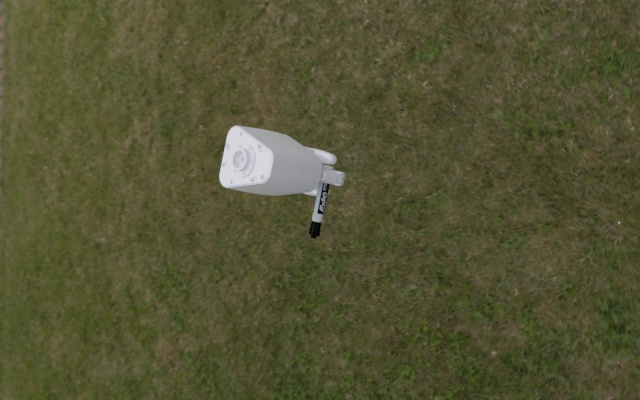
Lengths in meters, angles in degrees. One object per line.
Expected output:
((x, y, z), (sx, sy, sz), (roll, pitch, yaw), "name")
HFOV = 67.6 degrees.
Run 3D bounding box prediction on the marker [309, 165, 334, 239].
((0.000, 0.003, 0.775), (0.020, 0.121, 0.020), (12, 5, -1), "marker")
